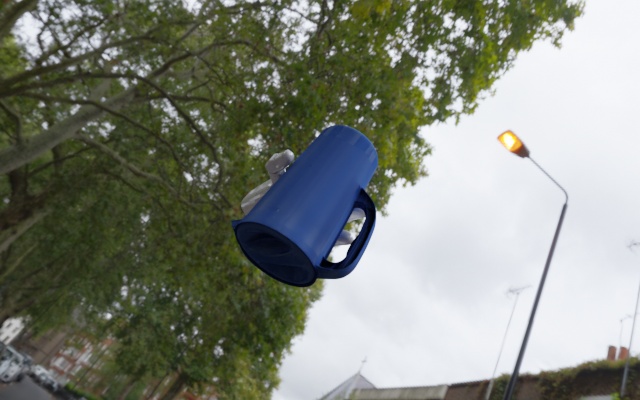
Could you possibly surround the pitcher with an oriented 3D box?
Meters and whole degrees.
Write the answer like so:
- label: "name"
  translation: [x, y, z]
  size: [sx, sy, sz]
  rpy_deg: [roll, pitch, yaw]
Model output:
- label: "pitcher"
  translation: [0.000, 0.002, 0.710]
  size: [0.145, 0.149, 0.242]
  rpy_deg: [-21, 27, 52]
